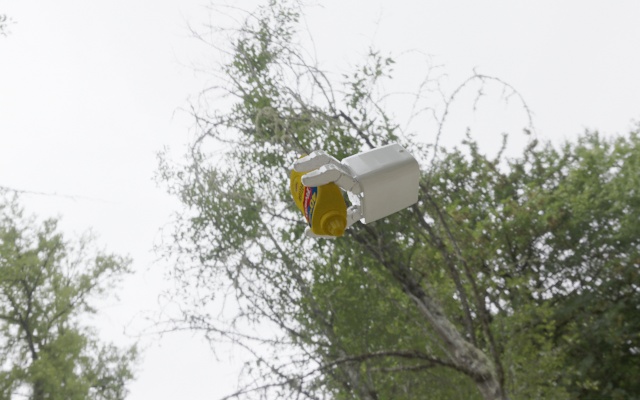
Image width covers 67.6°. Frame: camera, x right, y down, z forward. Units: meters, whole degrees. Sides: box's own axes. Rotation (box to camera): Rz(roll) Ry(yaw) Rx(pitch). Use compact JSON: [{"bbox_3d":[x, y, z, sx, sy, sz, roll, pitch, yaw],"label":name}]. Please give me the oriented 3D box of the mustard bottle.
[{"bbox_3d":[0.000,0.003,0.794,0.058,0.096,0.191,1,28,-21],"label":"mustard bottle"}]
